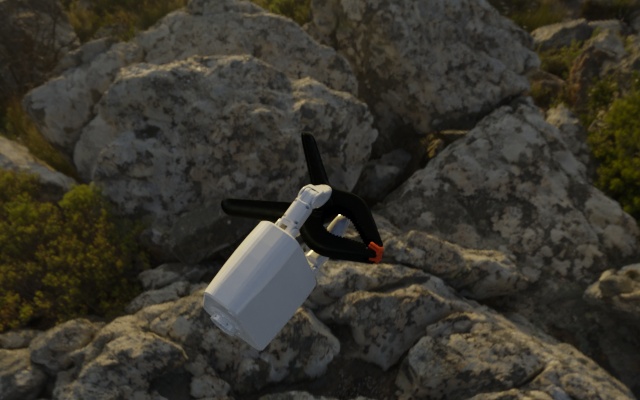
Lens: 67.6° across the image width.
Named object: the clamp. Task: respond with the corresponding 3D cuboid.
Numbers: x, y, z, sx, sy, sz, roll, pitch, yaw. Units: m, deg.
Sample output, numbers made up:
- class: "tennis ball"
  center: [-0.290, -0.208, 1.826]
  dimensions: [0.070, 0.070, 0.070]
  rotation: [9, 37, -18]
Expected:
- class: "clamp"
  center: [0.000, 0.002, 0.617]
  dimensions: [0.210, 0.164, 0.036]
  rotation: [31, -25, 18]
